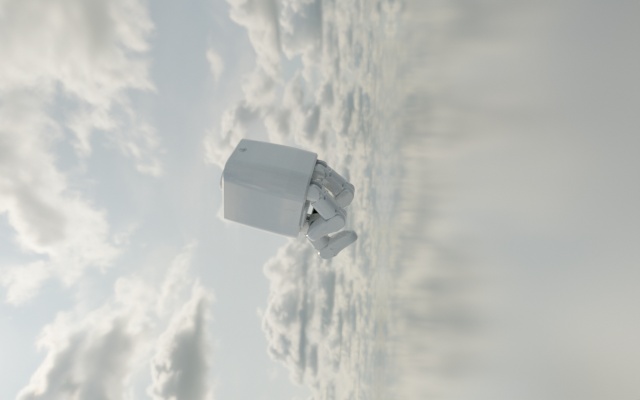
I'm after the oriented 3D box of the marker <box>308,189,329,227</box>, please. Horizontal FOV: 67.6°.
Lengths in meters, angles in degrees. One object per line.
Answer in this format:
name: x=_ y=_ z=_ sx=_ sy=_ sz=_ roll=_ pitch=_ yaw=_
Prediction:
marker: x=0.000 y=0.002 z=0.678 sx=0.020 sy=0.020 sz=0.121 roll=0 pitch=30 yaw=8
